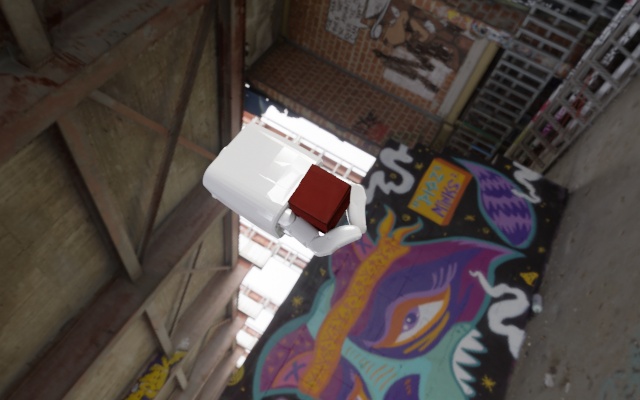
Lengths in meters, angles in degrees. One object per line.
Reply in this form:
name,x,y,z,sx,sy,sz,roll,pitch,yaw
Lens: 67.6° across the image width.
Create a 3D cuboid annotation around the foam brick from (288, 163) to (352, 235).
foam brick,0.000,0.002,0.542,0.051,0.053,0.078,32,-12,9
